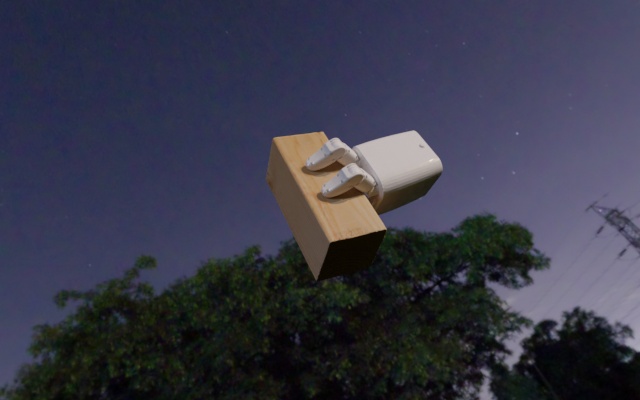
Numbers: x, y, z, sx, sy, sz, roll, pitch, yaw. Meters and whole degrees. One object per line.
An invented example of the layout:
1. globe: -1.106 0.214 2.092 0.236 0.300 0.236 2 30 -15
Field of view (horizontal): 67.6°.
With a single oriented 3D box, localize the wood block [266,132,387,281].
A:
1. wood block: 0.000 0.002 0.702 0.090 0.206 0.091 -11 -40 -24
